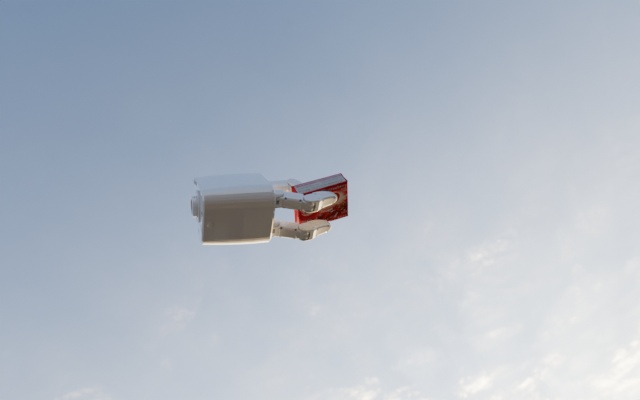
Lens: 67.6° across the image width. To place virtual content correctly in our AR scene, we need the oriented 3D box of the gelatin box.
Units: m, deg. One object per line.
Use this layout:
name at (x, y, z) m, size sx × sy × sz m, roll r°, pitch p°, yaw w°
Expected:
gelatin box at (0.000, 0.002, 0.772) m, size 0.089 × 0.073 × 0.030 m, roll -16°, pitch 39°, yaw -16°
